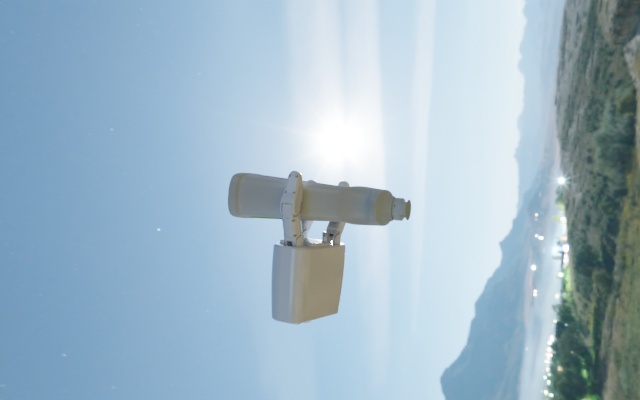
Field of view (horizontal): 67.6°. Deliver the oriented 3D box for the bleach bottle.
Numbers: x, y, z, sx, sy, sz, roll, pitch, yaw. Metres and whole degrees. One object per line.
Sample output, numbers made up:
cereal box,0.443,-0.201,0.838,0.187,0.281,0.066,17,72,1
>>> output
bleach bottle,0.000,0.002,0.680,0.251,0.068,0.102,5,2,24
